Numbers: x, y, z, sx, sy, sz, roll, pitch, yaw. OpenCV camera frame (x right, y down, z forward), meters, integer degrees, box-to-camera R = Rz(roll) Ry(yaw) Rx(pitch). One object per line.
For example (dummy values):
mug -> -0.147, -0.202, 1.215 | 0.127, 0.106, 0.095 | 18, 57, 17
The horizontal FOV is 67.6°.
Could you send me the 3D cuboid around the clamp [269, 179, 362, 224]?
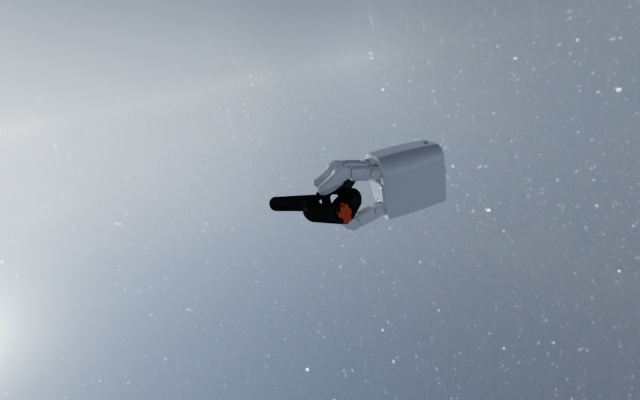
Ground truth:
clamp -> 0.001, 0.003, 0.776 | 0.164, 0.036, 0.210 | -19, 16, -4
